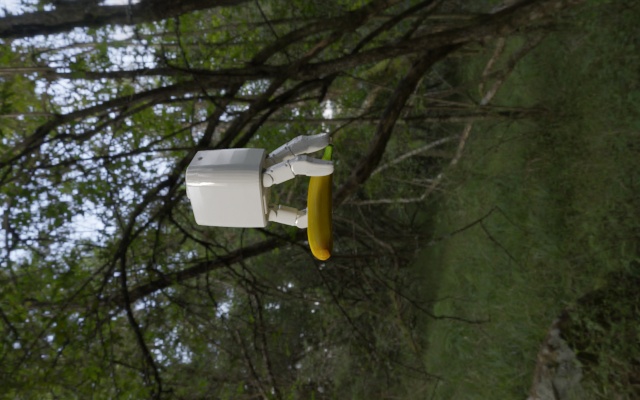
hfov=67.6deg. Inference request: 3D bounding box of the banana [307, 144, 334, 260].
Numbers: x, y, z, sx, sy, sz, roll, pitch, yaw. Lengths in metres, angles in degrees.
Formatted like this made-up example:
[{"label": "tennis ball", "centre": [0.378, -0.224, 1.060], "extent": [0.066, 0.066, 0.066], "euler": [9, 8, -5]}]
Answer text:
[{"label": "banana", "centre": [0.000, 0.011, 0.679], "extent": [0.037, 0.197, 0.070], "euler": [2, -38, -1]}]
